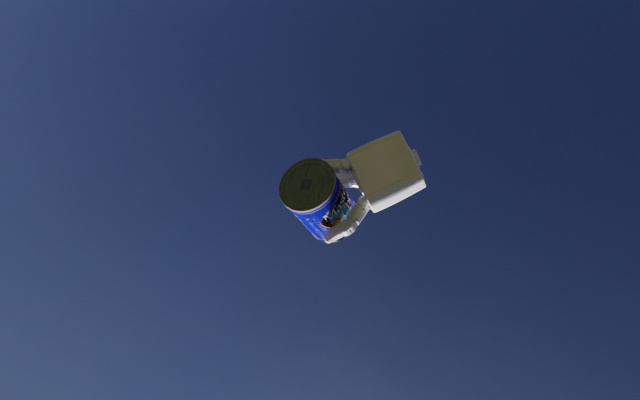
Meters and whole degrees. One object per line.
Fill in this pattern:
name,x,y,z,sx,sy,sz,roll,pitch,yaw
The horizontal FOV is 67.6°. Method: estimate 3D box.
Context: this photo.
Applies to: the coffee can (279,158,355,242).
coffee can,0.000,0.003,0.863,0.103,0.102,0.140,0,-27,23
